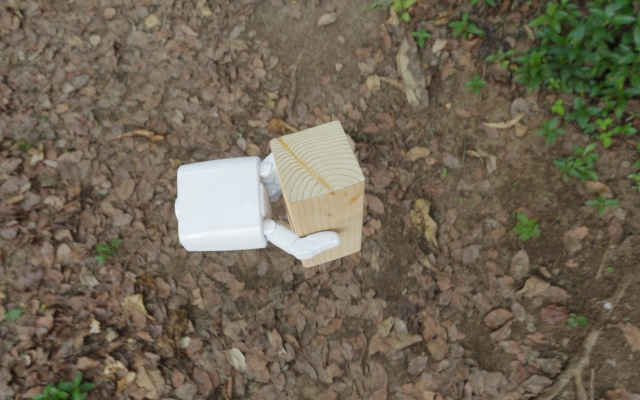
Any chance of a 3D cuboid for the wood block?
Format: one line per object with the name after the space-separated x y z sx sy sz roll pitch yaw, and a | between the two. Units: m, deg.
0.000 0.002 0.632 0.090 0.090 0.206 -17 -27 -6 | wood block
